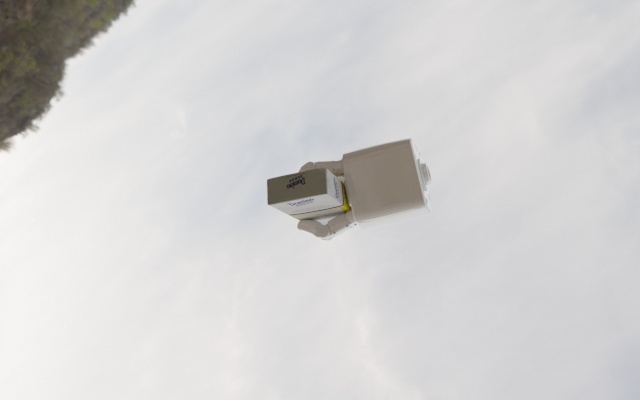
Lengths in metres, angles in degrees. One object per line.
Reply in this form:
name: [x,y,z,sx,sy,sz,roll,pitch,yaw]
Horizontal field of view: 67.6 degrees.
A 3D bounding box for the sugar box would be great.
sugar box: [0.000,0.002,0.725,0.093,0.048,0.176,-10,-21,20]
